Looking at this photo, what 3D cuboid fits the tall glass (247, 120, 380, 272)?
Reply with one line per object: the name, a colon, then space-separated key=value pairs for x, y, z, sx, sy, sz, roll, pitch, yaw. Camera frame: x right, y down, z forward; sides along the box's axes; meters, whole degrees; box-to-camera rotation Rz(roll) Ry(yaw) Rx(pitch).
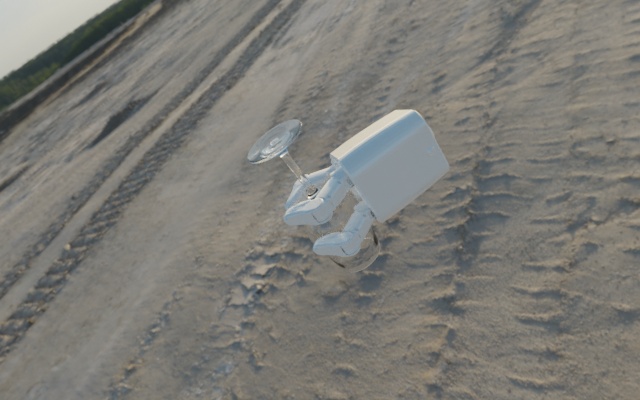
tall glass: x=0.000 y=0.001 z=0.586 sx=0.079 sy=0.201 sz=0.079 roll=-27 pitch=30 yaw=17
